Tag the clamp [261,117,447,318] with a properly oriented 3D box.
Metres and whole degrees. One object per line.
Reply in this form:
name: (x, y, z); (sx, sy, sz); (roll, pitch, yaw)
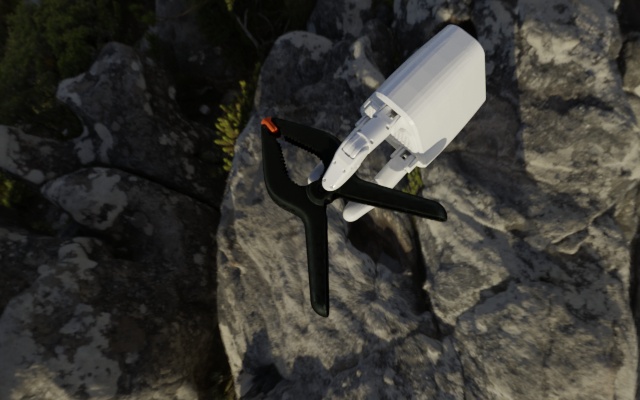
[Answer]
clamp: (0.000, 0.001, 0.493); (0.210, 0.164, 0.036); (44, -6, 12)
